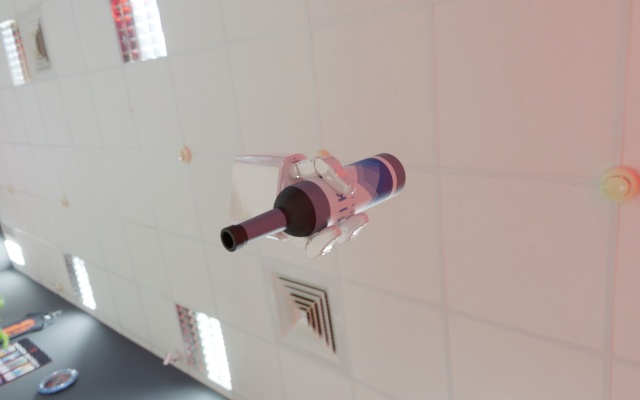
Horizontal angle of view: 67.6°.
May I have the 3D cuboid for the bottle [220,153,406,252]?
[{"bbox_3d":[0.000,0.002,0.607,0.069,0.069,0.295,0,16,44],"label":"bottle"}]
